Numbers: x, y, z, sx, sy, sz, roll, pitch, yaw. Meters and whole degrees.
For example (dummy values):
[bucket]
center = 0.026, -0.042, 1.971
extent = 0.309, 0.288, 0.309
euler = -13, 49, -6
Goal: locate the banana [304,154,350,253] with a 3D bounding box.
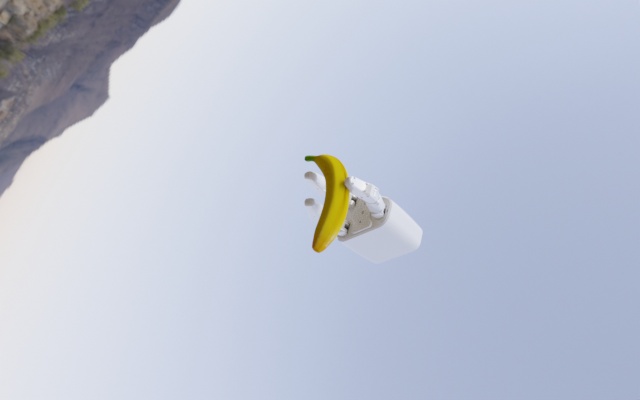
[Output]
[banana]
center = 0.015, -0.008, 0.741
extent = 0.069, 0.197, 0.037
euler = -29, -47, 25
